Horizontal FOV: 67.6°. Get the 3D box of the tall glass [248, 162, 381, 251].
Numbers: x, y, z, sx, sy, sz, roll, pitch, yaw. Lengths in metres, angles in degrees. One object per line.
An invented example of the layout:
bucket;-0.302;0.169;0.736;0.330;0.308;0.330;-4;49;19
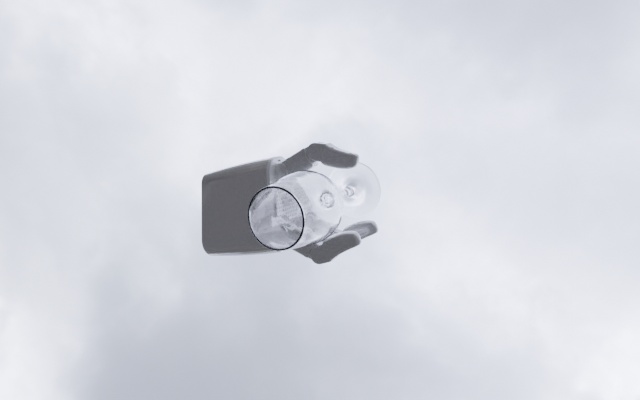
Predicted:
tall glass;0.000;0.002;0.532;0.079;0.079;0.201;0;9;25
